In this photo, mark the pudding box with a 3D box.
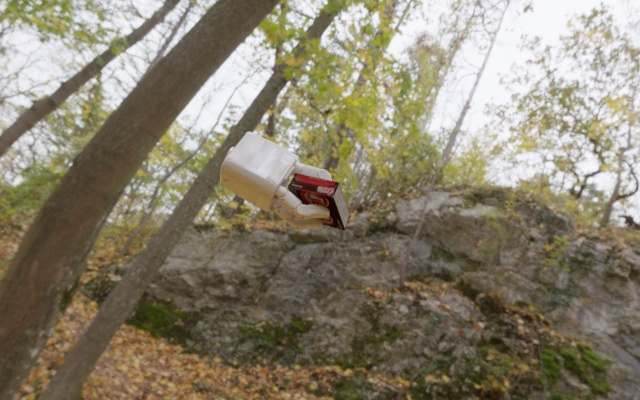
[{"bbox_3d":[0.000,0.003,0.869,0.090,0.039,0.114,14,-27,25],"label":"pudding box"}]
